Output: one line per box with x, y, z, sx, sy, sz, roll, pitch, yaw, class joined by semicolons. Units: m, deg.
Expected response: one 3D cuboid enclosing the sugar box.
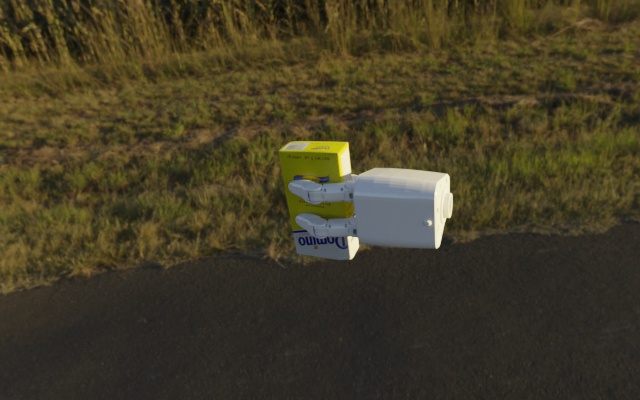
0.000;0.002;0.695;0.093;0.176;0.048;4;29;23;sugar box
